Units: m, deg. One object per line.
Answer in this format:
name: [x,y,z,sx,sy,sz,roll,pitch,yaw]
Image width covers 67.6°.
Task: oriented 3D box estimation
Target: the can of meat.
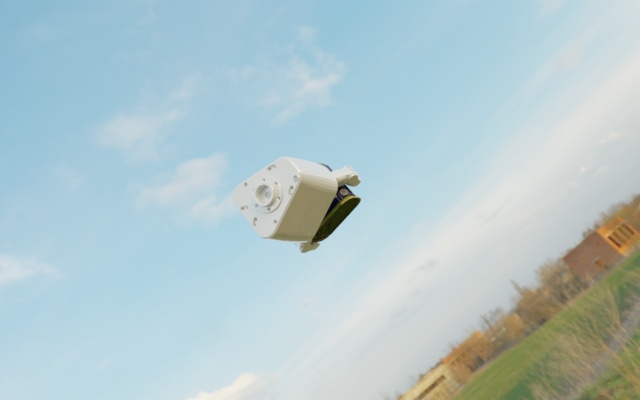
can of meat: [0.000,0.002,0.772,0.084,0.102,0.057,49,20,22]
